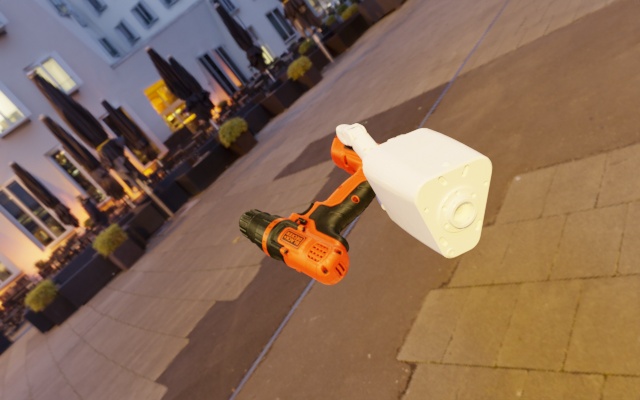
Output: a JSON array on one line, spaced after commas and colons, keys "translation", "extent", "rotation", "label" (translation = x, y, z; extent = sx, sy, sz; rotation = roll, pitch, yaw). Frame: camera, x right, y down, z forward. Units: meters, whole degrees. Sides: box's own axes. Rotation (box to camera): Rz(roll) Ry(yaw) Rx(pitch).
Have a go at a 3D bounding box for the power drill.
[{"translation": [0.001, 0.002, 0.610], "extent": [0.184, 0.187, 0.057], "rotation": [23, -21, 41], "label": "power drill"}]
